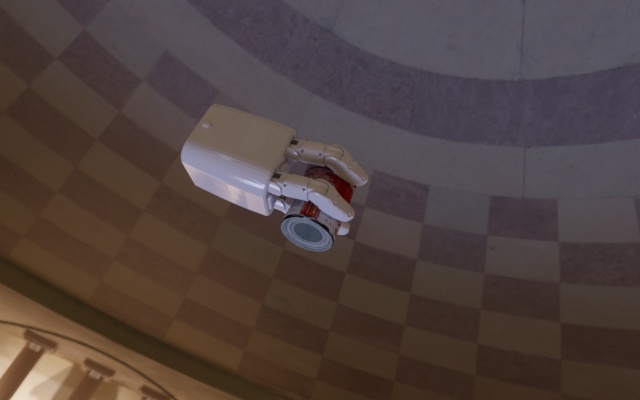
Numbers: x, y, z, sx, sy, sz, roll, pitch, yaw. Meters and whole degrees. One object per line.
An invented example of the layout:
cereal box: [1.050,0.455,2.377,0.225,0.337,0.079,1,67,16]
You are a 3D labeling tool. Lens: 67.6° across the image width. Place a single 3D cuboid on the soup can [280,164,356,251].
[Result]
soup can: [0.000,0.002,0.580,0.068,0.102,0.069,15,-36,12]
